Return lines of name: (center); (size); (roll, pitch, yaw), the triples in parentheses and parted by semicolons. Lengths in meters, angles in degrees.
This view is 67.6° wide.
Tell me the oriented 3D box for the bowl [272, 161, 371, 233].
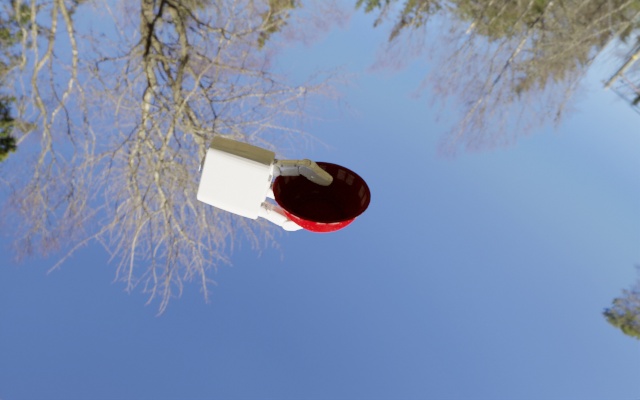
bowl: (0.001, 0.003, 0.793); (0.162, 0.055, 0.162); (4, 39, -3)
